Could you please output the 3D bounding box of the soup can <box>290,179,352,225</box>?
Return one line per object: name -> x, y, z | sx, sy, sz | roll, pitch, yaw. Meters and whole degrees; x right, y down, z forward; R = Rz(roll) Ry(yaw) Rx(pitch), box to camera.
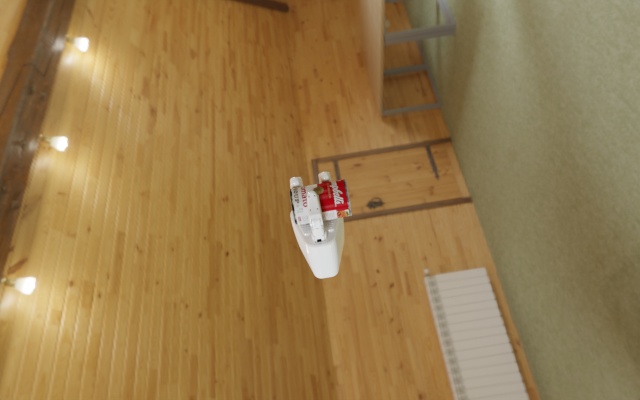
soup can -> 0.000, 0.003, 0.861 | 0.102, 0.068, 0.068 | -10, 0, 1
